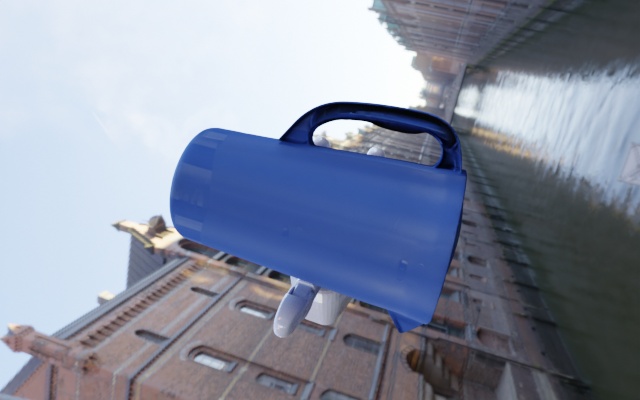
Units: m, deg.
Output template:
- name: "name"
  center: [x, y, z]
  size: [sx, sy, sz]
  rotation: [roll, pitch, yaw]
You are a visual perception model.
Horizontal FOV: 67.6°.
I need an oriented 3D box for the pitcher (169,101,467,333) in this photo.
- name: "pitcher"
  center: [0.000, 0.002, 0.423]
  size: [0.243, 0.149, 0.145]
  rotation: [15, -32, 11]
